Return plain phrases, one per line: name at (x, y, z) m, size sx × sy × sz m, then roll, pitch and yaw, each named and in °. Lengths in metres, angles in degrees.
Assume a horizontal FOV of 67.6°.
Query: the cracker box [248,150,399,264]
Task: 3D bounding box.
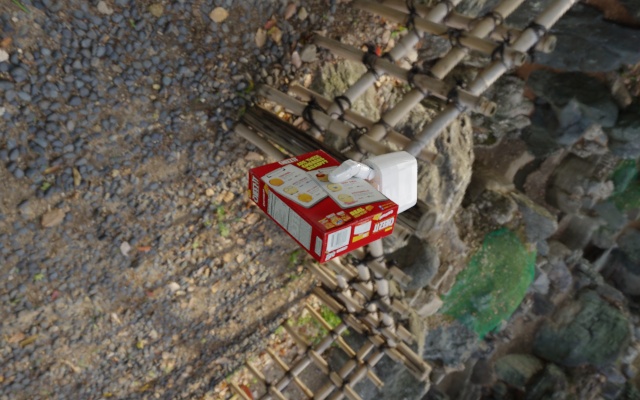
cracker box at (0.000, 0.003, 0.823) m, size 0.164 × 0.072 × 0.213 m, roll -19°, pitch 42°, yaw -35°
